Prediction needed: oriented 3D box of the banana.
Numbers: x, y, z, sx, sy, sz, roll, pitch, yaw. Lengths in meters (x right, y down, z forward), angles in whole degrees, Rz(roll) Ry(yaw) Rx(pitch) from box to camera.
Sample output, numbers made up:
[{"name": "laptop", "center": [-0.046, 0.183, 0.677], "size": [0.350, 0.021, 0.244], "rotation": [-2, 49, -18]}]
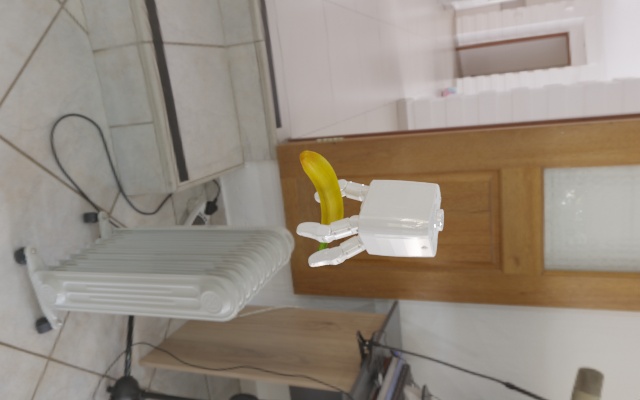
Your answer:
[{"name": "banana", "center": [0.007, -0.006, 0.750], "size": [0.037, 0.198, 0.069], "rotation": [7, 40, 23]}]
